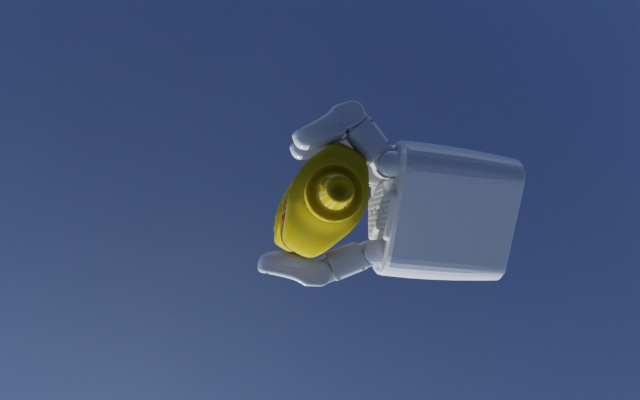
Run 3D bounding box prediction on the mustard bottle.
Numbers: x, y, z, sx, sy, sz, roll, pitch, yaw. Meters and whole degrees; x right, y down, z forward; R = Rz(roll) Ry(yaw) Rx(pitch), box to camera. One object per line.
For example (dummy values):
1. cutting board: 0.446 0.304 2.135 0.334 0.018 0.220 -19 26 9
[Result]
1. mustard bottle: 0.000 0.001 0.403 0.058 0.096 0.191 30 -8 -5
